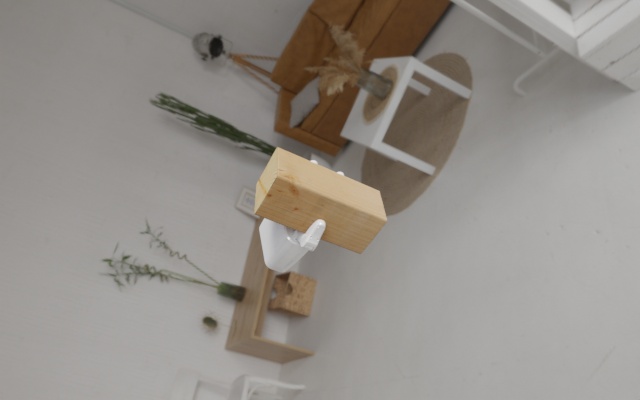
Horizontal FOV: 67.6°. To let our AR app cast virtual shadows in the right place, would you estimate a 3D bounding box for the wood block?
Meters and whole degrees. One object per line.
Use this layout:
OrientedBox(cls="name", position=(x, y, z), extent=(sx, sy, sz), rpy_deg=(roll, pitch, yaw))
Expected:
OrientedBox(cls="wood block", position=(0.000, 0.003, 0.823), extent=(0.206, 0.090, 0.090), rpy_deg=(22, 33, -20))
